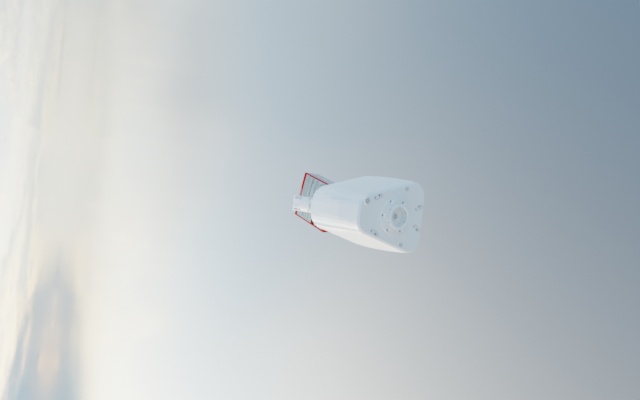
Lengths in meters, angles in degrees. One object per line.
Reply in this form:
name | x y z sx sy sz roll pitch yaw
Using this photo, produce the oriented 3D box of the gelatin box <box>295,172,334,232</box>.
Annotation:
gelatin box | 0.000 0.002 0.754 0.030 0.073 0.089 5 15 -36
